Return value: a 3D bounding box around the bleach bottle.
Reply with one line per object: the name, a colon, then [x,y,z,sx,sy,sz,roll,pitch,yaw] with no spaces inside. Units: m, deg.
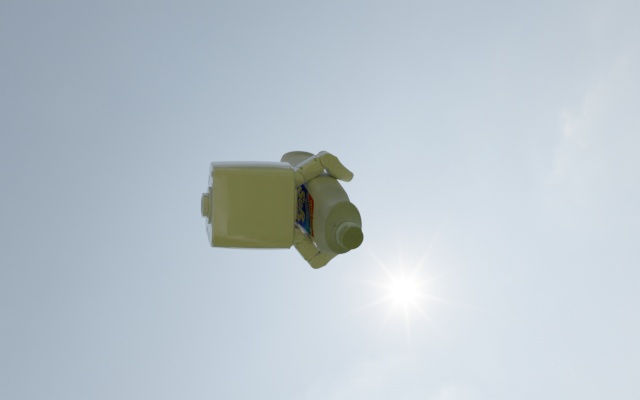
bleach bottle: [0.000,0.002,0.665,0.068,0.102,0.250,1,15,-19]
